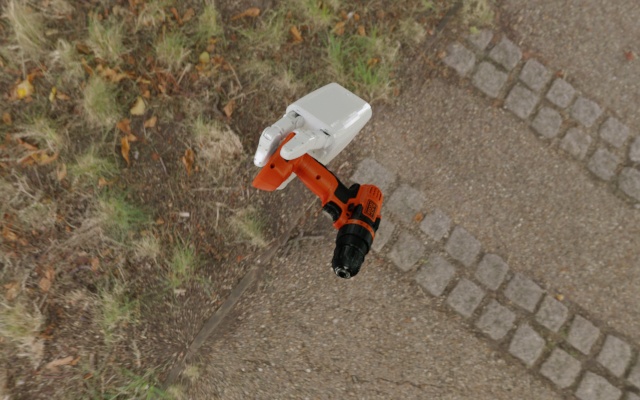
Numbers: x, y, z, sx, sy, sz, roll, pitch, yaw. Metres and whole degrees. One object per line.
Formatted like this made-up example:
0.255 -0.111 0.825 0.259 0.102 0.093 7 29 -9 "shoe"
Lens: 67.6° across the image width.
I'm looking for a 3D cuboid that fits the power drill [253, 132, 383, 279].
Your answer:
0.000 0.002 0.675 0.057 0.188 0.184 -44 13 37 "power drill"
